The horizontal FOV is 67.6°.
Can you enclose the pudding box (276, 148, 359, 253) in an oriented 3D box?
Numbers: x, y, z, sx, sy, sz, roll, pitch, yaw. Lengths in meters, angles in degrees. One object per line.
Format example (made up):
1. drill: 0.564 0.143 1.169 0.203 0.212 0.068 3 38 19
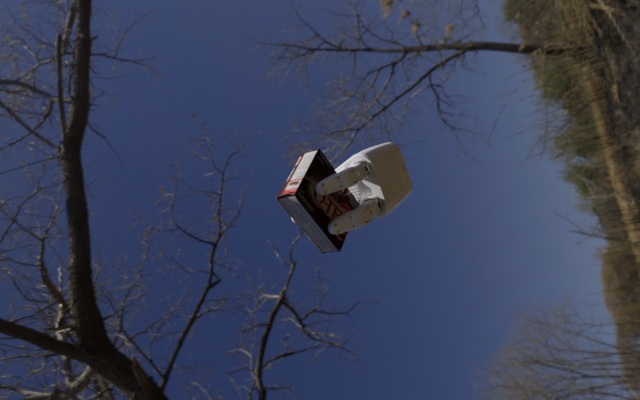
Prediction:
1. pudding box: 0.000 0.002 0.643 0.039 0.090 0.113 -15 -53 38
